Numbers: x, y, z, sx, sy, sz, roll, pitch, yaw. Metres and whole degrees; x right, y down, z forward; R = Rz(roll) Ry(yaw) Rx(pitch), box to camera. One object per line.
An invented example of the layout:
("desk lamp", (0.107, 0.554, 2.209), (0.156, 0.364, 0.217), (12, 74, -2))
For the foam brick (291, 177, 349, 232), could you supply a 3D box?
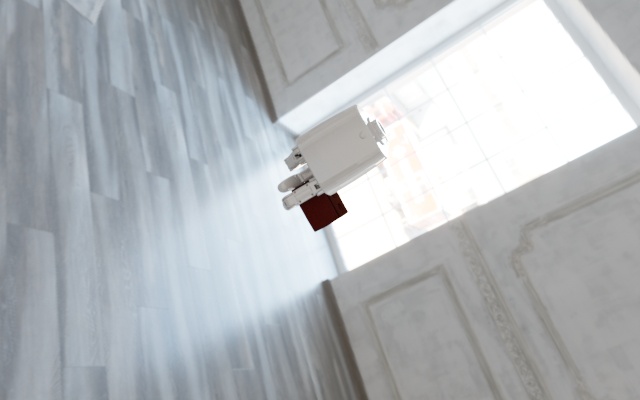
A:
("foam brick", (0.000, 0.003, 0.757), (0.051, 0.078, 0.053), (-30, -2, 18))
